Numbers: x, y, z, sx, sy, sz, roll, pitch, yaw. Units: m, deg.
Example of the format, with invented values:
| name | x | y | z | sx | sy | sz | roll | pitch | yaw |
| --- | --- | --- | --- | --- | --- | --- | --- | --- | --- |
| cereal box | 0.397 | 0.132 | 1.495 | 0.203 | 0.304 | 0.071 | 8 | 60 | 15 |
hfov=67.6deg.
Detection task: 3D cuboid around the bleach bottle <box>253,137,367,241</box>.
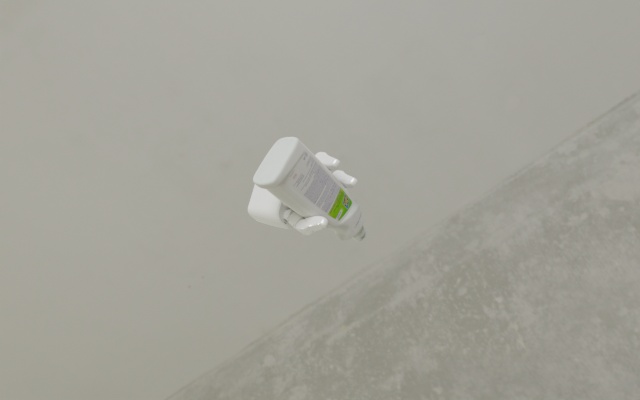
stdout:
| name | x | y | z | sx | sy | sz | roll | pitch | yaw |
| --- | --- | --- | --- | --- | --- | --- | --- | --- | --- |
| bleach bottle | 0.000 | 0.003 | 0.842 | 0.068 | 0.102 | 0.251 | 6 | -30 | 48 |
